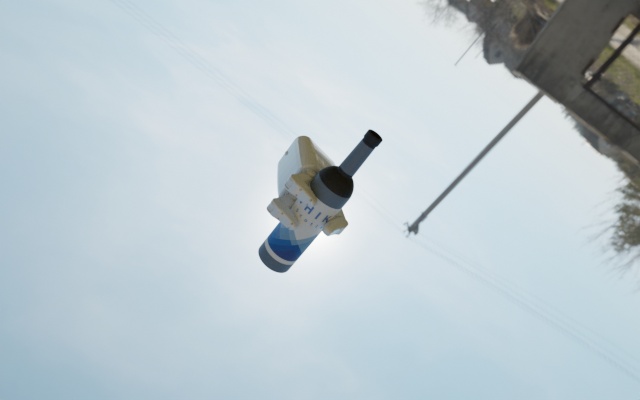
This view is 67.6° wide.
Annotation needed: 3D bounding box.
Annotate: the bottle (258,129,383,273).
[{"bbox_3d":[0.000,0.003,0.784,0.069,0.069,0.296,0,-43,-51],"label":"bottle"}]
